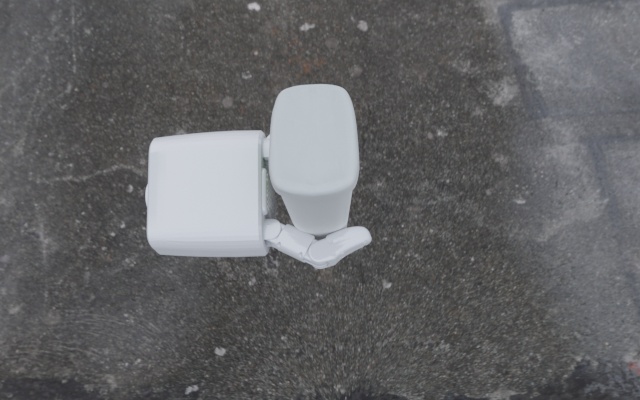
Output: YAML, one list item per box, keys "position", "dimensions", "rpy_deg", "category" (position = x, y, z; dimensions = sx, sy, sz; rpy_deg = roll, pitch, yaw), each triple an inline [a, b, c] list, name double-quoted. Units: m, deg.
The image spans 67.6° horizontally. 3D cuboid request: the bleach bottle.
- position: [0.000, 0.001, 0.470]
  dimensions: [0.068, 0.102, 0.251]
  rpy_deg: [-2, -25, 2]
  category: "bleach bottle"
